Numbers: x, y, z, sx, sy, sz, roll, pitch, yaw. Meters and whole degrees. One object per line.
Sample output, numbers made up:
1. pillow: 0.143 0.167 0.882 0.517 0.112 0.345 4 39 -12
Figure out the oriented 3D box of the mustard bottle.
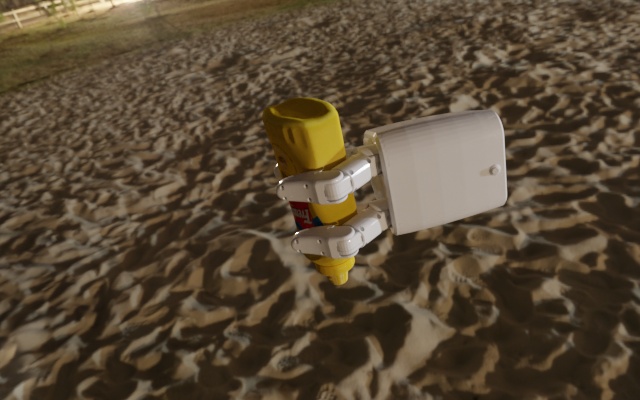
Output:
1. mustard bottle: 0.000 0.001 0.463 0.058 0.192 0.096 -26 29 -21
